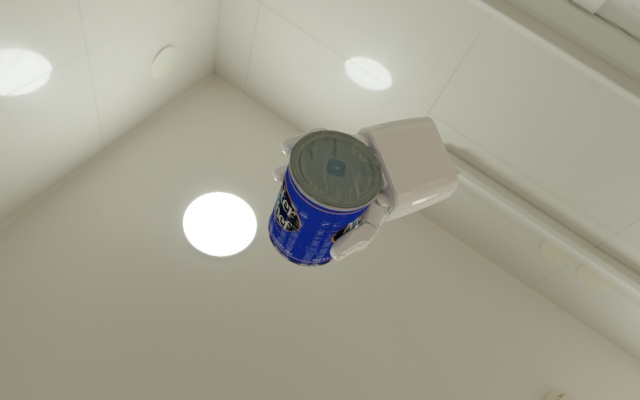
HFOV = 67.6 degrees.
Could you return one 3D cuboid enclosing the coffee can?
[{"bbox_3d":[0.000,0.002,0.561,0.103,0.102,0.140,0,-32,-18],"label":"coffee can"}]
